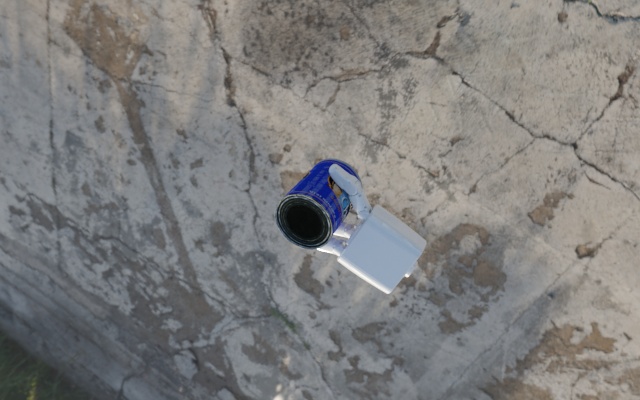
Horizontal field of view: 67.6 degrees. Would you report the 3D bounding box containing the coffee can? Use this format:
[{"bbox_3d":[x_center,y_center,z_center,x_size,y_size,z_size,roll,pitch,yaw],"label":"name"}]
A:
[{"bbox_3d":[0.000,0.002,0.811,0.103,0.103,0.140,0,28,27],"label":"coffee can"}]
